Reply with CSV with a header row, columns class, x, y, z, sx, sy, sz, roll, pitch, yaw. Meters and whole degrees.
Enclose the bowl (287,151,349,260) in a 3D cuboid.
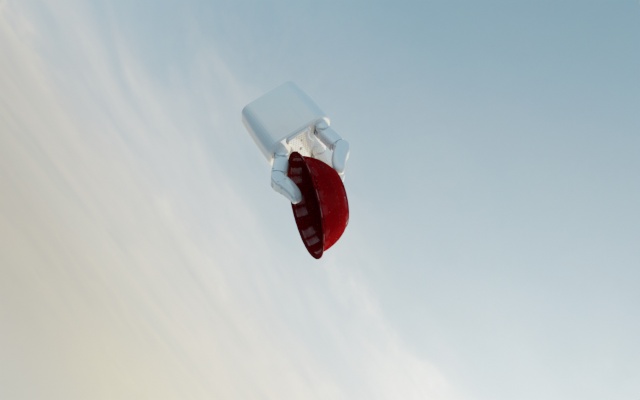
class,x,y,z,sx,sy,sz,roll,pitch,yaw
bowl,0.001,0.003,0.704,0.055,0.162,0.162,-12,3,-16
